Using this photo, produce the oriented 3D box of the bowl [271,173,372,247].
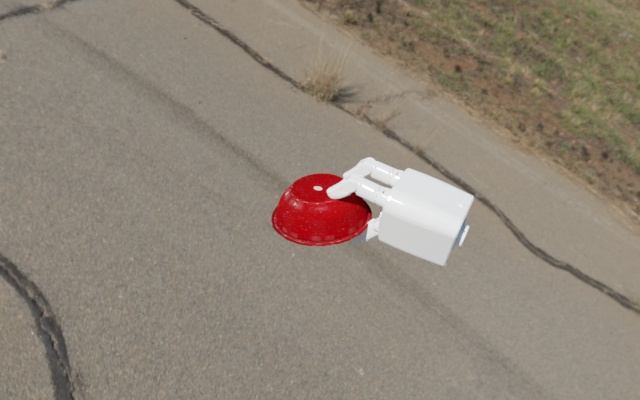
[{"bbox_3d":[-0.001,0.002,0.754,0.162,0.055,0.162,-3,32,2],"label":"bowl"}]
